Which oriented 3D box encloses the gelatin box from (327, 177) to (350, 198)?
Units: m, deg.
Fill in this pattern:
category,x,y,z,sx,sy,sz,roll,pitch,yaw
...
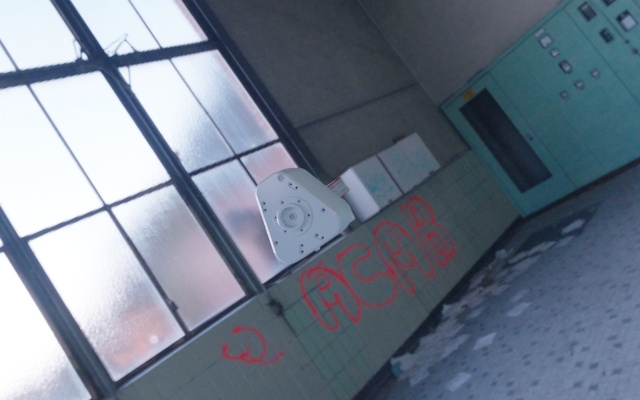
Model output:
category,x,y,z,sx,sy,sz,roll,pitch,yaw
gelatin box,0.000,0.002,0.751,0.073,0.030,0.089,-35,2,23
